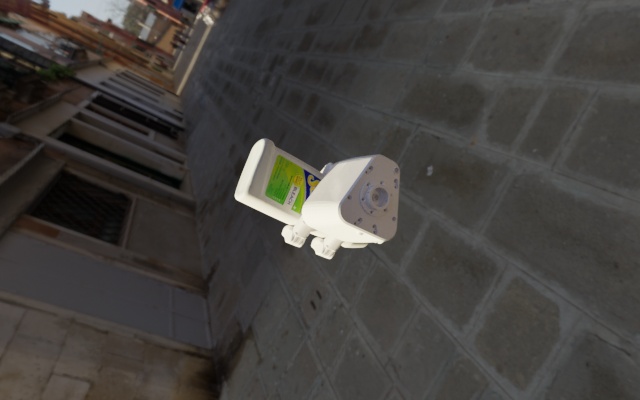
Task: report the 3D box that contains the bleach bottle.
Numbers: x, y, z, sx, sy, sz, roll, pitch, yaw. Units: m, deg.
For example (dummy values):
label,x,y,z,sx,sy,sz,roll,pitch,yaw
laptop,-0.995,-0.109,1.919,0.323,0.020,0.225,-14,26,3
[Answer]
label,x,y,z,sx,sy,sz,roll,pitch,yaw
bleach bottle,0.000,0.003,0.745,0.251,0.102,0.068,25,-14,-23
